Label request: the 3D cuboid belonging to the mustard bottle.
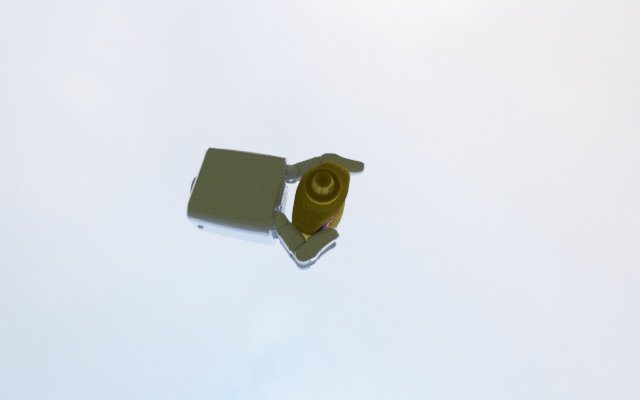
[{"bbox_3d":[0.000,0.002,0.603,0.058,0.096,0.192,34,-13,8],"label":"mustard bottle"}]
